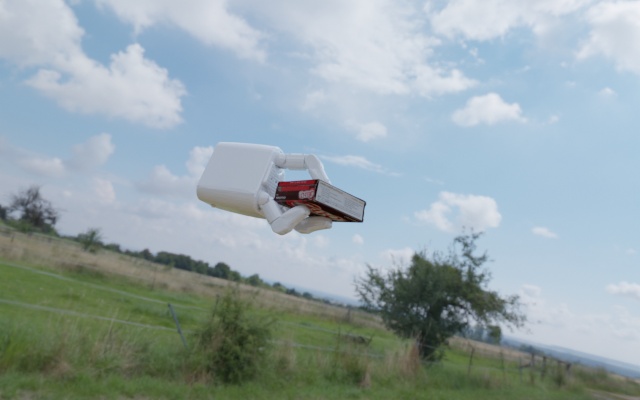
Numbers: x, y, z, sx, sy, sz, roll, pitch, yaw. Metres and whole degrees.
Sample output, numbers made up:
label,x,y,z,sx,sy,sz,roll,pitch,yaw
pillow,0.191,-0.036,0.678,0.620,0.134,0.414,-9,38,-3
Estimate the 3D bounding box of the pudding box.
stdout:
label,x,y,z,sx,sy,sz,roll,pitch,yaw
pudding box,0.000,0.002,0.724,0.090,0.039,0.113,0,-15,46
